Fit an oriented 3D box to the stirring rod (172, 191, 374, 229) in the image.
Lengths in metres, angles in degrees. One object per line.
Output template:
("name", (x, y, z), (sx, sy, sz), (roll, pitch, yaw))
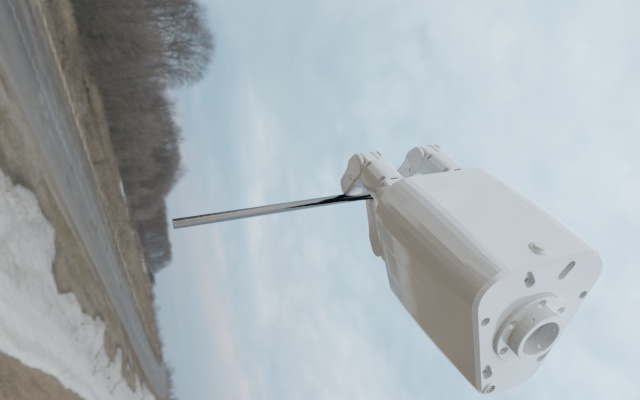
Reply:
("stirring rod", (0.000, 0.001, 0.403), (0.239, 0.011, 0.011), (-8, 3, -20))
